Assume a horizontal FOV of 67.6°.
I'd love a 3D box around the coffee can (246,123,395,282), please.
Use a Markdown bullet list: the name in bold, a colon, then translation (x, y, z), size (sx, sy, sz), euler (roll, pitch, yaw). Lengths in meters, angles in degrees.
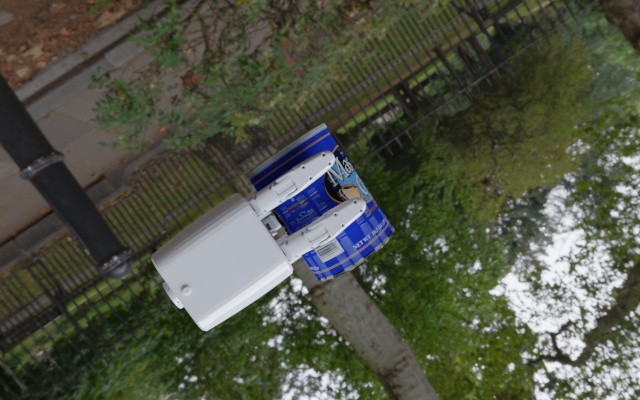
- **coffee can**: translation (0.000, 0.001, 0.523), size (0.103, 0.140, 0.103), euler (-34, 5, 3)
